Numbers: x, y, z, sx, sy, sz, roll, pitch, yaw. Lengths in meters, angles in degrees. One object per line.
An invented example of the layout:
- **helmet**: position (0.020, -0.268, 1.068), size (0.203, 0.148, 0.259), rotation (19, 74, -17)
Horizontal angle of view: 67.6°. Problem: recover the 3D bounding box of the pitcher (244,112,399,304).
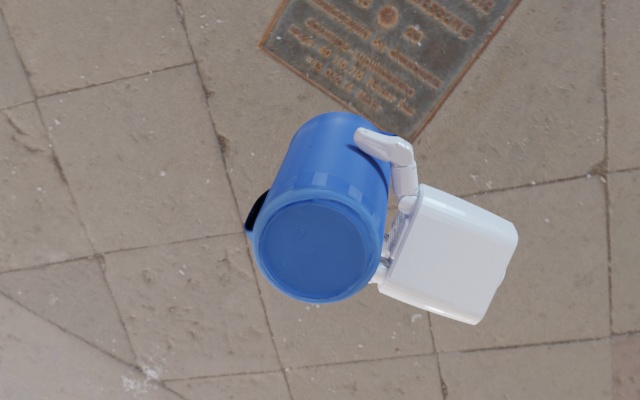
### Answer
- **pitcher**: position (0.000, 0.002, 0.496), size (0.145, 0.149, 0.242), rotation (21, 23, -1)
